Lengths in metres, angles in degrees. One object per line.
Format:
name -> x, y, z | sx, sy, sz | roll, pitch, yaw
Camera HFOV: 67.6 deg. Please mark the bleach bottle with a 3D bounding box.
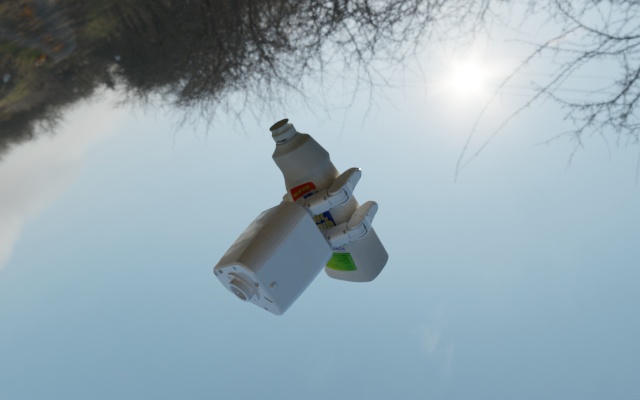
bleach bottle -> 0.000, 0.002, 0.650 | 0.102, 0.251, 0.068 | 1, 41, 46
